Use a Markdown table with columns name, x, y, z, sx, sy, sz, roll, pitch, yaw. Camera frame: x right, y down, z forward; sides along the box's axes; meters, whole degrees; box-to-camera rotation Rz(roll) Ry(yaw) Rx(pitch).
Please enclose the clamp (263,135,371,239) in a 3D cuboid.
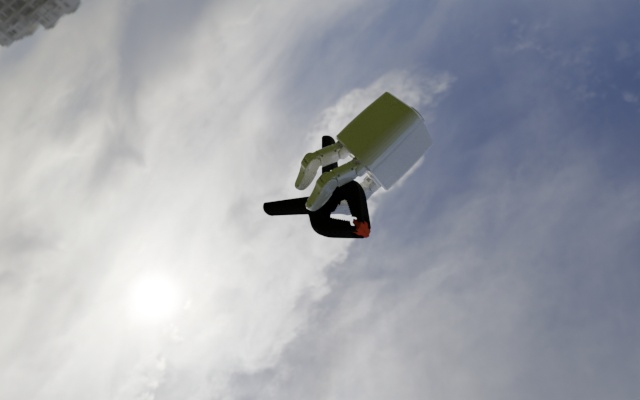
| name | x | y | z | sx | sy | sz | roll | pitch | yaw |
| --- | --- | --- | --- | --- | --- | --- | --- | --- | --- |
| clamp | 0.001 | 0.003 | 0.722 | 0.036 | 0.164 | 0.210 | 40 | 8 | -42 |
